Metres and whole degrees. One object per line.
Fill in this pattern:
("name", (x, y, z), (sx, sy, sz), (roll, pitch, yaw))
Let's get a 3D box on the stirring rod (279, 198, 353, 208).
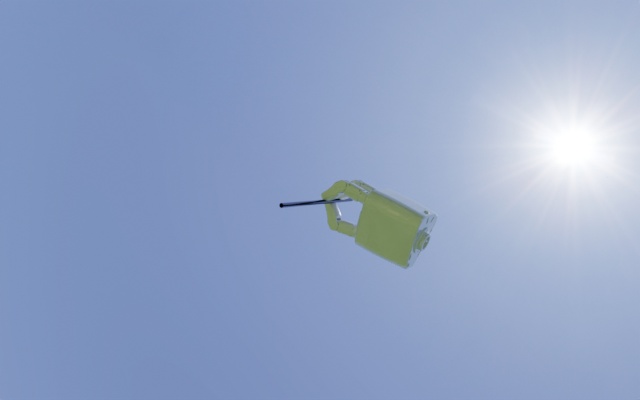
("stirring rod", (0.000, 0.003, 0.855), (0.011, 0.011, 0.239), (0, 2, 31))
